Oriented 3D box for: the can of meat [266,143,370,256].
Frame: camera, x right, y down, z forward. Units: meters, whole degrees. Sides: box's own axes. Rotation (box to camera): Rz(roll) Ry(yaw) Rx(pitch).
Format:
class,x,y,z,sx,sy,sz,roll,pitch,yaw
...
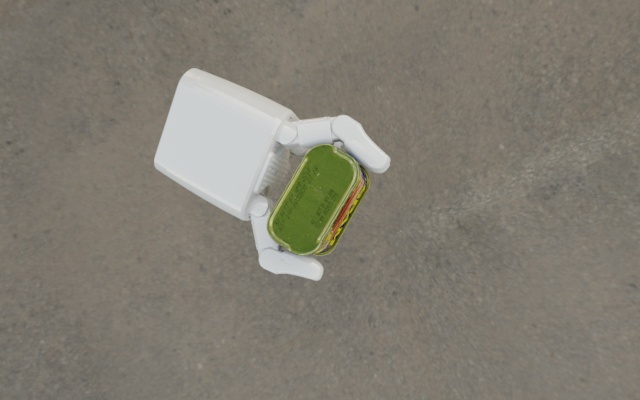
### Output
class,x,y,z,sx,sy,sz,roll,pitch,yaw
can of meat,0.000,0.002,0.441,0.057,0.102,0.084,30,2,11
